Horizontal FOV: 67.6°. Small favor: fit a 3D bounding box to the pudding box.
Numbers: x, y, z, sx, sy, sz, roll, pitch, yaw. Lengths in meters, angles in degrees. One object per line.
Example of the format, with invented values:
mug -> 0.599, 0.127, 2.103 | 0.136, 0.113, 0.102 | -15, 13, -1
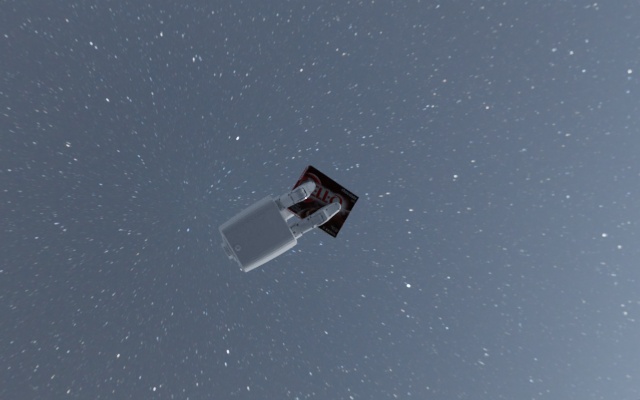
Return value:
pudding box -> 0.000, 0.003, 0.878 | 0.113, 0.090, 0.039 | 33, -10, -13
